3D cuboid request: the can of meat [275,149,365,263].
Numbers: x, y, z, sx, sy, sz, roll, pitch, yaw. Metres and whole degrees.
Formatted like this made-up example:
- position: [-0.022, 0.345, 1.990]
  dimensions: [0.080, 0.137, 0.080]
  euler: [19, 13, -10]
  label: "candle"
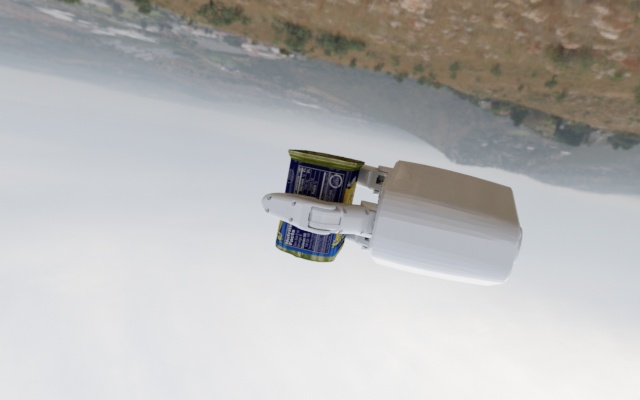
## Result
- position: [0.000, 0.002, 0.420]
  dimensions: [0.057, 0.084, 0.102]
  euler: [12, 8, 9]
  label: "can of meat"
